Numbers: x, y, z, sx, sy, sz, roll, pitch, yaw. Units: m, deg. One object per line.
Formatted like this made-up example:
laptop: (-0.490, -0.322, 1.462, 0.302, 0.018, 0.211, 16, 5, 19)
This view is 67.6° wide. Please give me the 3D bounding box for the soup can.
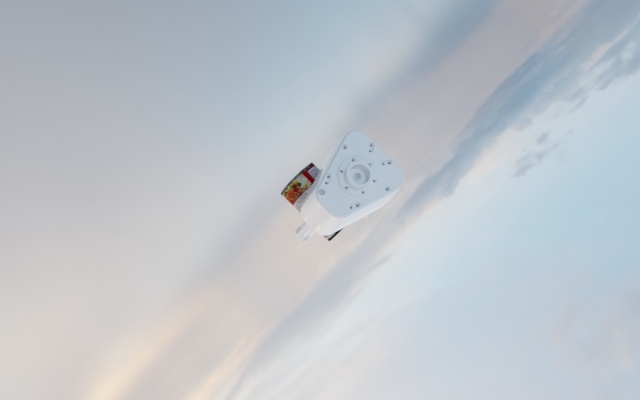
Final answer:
soup can: (0.000, 0.003, 0.712, 0.102, 0.068, 0.068, 45, -2, 2)
